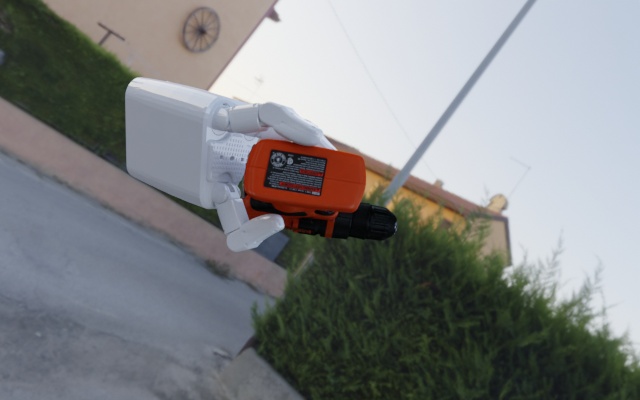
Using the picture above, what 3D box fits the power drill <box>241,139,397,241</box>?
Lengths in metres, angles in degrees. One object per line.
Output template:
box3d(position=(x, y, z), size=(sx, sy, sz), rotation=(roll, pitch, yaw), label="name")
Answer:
box3d(position=(0.000, 0.001, 0.494), size=(0.184, 0.057, 0.188), rotation=(8, -14, 1), label="power drill")
